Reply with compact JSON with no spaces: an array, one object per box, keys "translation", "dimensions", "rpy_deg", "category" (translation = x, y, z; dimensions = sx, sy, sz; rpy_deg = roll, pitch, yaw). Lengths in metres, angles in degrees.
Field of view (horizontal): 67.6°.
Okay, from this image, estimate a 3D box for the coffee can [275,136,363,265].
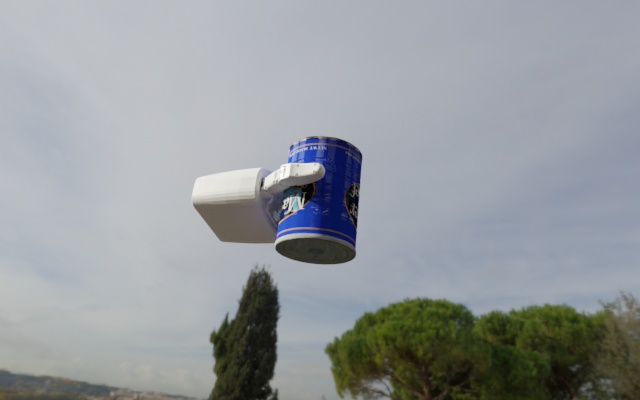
[{"translation":[0.000,0.002,0.626],"dimensions":[0.103,0.140,0.103],"rpy_deg":[5,-24,2],"category":"coffee can"}]
